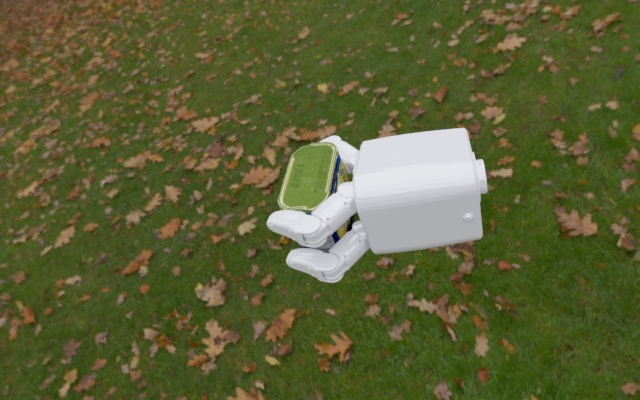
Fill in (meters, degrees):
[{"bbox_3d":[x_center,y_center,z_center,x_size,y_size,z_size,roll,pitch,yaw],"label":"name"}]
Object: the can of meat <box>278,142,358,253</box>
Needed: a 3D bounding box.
[{"bbox_3d":[0.000,0.001,0.498,0.057,0.102,0.084,-5,-45,18],"label":"can of meat"}]
